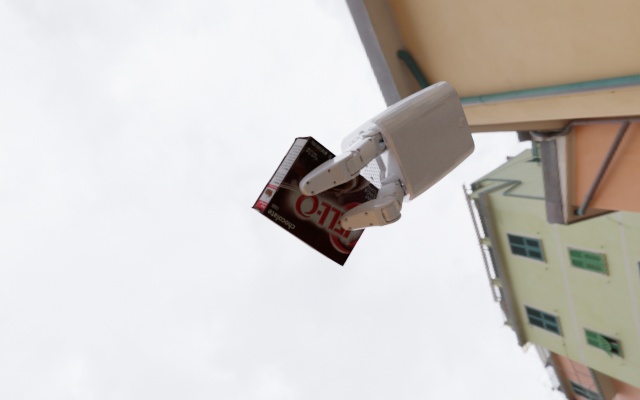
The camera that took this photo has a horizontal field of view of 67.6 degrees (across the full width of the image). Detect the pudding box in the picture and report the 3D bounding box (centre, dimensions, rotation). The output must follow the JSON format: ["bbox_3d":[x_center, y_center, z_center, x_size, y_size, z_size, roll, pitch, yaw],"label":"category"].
[{"bbox_3d":[0.000,0.002,0.488,0.113,0.090,0.039,35,-9,-26],"label":"pudding box"}]
